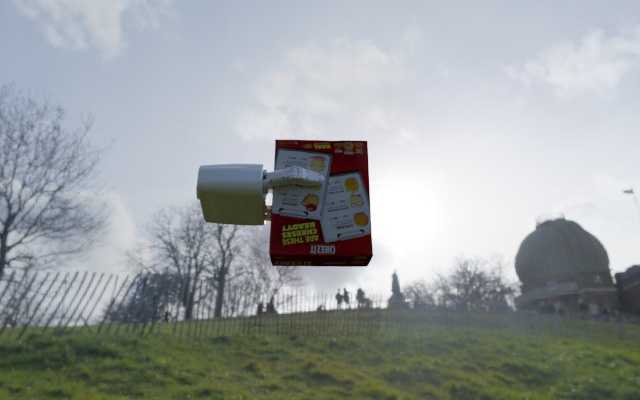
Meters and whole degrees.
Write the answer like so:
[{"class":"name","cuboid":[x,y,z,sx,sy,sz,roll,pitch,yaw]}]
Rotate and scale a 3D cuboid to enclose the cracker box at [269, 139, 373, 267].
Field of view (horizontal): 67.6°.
[{"class":"cracker box","cuboid":[0.000,0.002,0.810,0.164,0.213,0.072,1,-25,-1]}]
